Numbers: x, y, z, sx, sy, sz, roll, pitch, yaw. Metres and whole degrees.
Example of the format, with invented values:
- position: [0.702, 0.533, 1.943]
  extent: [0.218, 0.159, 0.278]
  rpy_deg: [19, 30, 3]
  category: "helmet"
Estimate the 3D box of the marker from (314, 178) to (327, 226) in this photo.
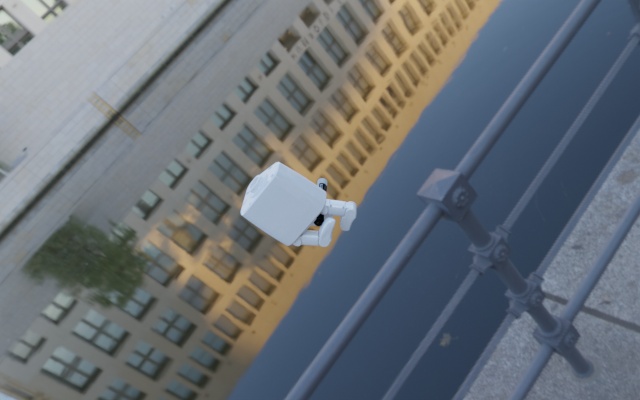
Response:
- position: [0.000, 0.003, 0.870]
  extent: [0.020, 0.020, 0.121]
  rpy_deg: [0, 40, 4]
  category: "marker"
